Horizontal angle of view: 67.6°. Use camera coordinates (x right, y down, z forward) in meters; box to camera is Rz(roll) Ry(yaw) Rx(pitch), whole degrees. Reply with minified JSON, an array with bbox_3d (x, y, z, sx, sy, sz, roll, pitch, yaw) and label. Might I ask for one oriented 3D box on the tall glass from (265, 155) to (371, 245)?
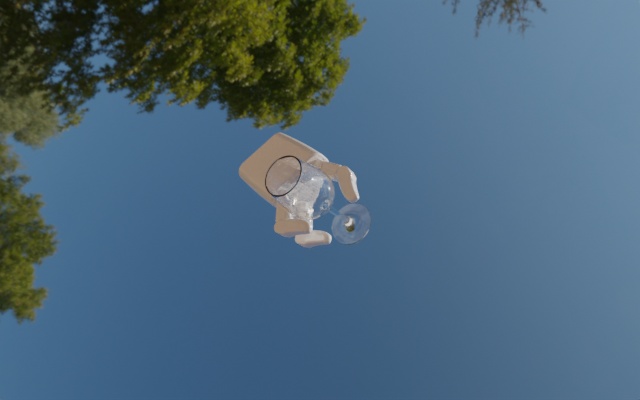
[{"bbox_3d":[0.001,0.003,0.727,0.079,0.079,0.201,0,-21,34],"label":"tall glass"}]
